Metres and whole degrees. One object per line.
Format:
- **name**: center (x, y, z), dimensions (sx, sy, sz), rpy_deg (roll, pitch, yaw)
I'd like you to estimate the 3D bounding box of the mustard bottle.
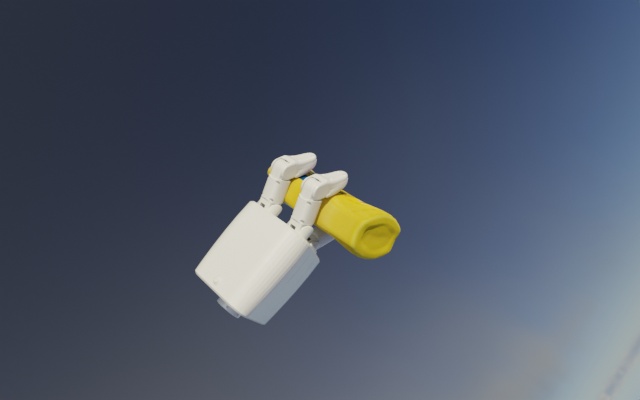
- **mustard bottle**: center (0.000, 0.002, 0.589), dimensions (0.191, 0.058, 0.096), rpy_deg (32, 12, 36)
